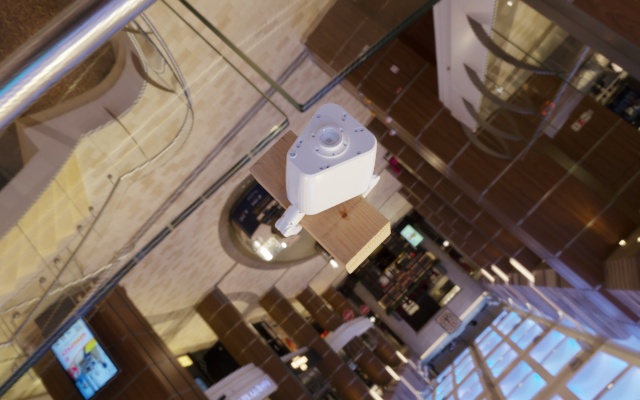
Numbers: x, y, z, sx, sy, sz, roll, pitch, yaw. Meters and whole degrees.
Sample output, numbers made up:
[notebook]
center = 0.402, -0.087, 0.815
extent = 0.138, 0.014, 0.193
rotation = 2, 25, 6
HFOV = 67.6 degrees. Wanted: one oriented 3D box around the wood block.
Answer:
[wood block]
center = 0.000, 0.003, 0.727
extent = 0.206, 0.091, 0.090
rotation = 44, -6, 17
